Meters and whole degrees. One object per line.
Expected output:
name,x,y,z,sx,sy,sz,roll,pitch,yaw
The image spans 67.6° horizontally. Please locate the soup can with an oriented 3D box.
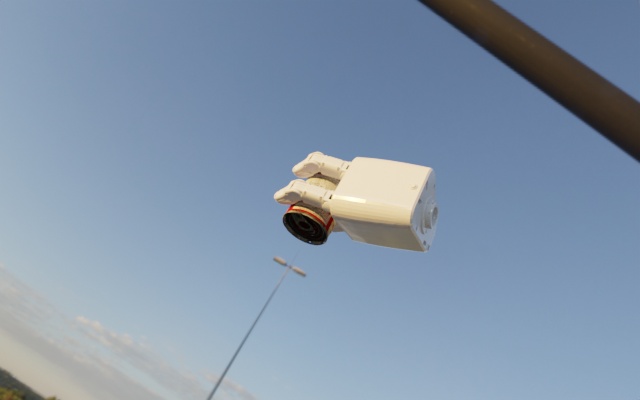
soup can,0.000,0.002,0.669,0.068,0.102,0.069,21,-34,15
